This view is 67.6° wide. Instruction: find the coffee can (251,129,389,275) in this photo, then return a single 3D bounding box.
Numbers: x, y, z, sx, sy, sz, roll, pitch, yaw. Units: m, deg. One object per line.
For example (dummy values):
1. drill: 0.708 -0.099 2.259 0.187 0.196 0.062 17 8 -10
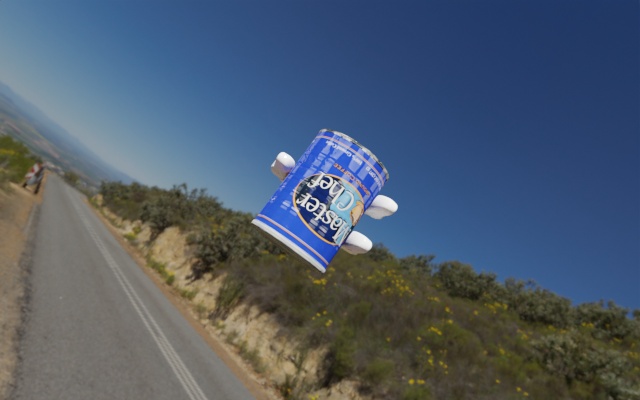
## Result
1. coffee can: 0.000 0.002 0.567 0.103 0.140 0.103 34 -11 8
